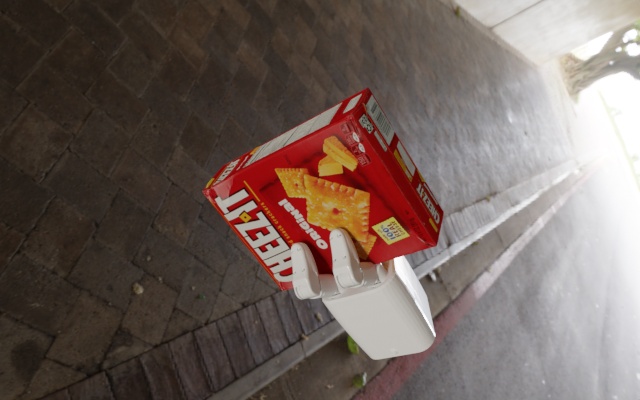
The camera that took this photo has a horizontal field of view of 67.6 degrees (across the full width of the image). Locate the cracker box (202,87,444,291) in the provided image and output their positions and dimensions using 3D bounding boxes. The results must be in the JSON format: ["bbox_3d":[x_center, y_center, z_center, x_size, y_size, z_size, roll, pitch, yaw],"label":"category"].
[{"bbox_3d":[0.000,0.002,0.527,0.214,0.164,0.072,-23,23,32],"label":"cracker box"}]
